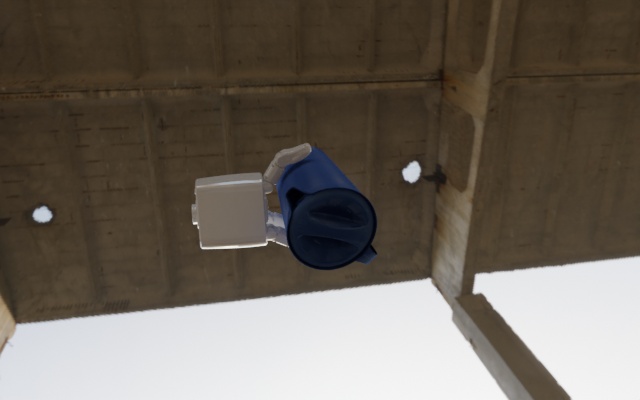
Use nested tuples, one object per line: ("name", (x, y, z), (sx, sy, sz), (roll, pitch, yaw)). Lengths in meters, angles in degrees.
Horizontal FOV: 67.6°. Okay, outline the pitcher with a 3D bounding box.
("pitcher", (0.000, 0.003, 0.781), (0.145, 0.149, 0.242), (-6, 25, -10))
